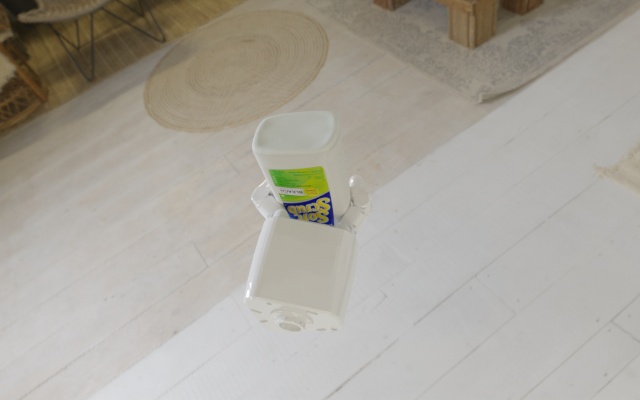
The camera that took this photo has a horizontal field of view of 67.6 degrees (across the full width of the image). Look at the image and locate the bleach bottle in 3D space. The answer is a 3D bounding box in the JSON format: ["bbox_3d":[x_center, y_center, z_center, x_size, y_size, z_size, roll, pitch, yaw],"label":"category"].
[{"bbox_3d":[0.000,0.002,0.607,0.102,0.068,0.251,0,-38,17],"label":"bleach bottle"}]
